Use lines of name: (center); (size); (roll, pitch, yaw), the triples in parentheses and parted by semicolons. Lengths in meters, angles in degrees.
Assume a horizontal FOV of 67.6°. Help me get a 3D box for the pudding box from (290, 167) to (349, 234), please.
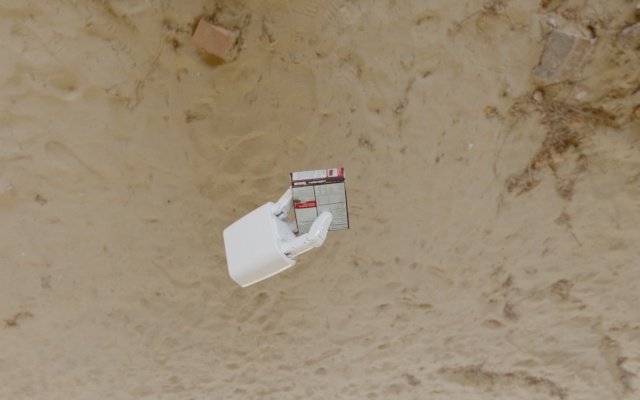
pudding box: (0.000, 0.003, 0.790); (0.090, 0.114, 0.039); (-6, 44, 1)
